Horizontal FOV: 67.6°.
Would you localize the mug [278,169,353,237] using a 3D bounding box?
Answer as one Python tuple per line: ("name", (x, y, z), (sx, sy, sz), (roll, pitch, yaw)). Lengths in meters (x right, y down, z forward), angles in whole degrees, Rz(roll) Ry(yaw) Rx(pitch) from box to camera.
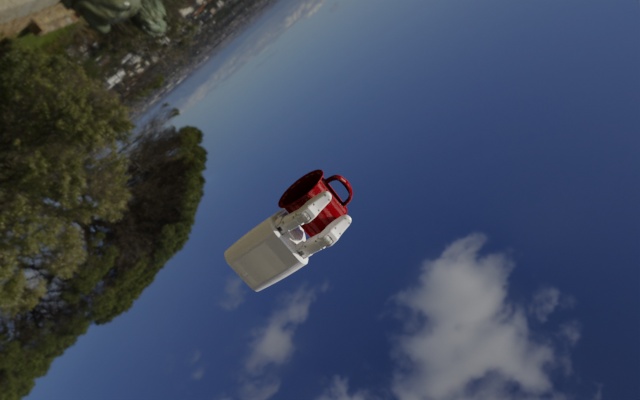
("mug", (0.001, 0.002, 0.790), (0.117, 0.081, 0.093), (-33, 21, 18))
